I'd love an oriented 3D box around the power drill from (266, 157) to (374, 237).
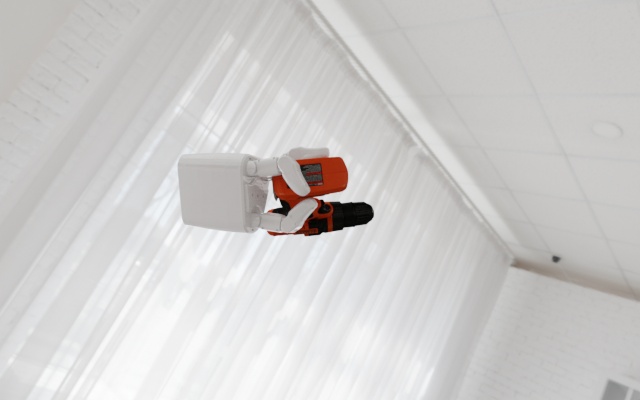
[{"bbox_3d":[0.000,0.002,0.738,0.184,0.057,0.188,-8,-25,-4],"label":"power drill"}]
